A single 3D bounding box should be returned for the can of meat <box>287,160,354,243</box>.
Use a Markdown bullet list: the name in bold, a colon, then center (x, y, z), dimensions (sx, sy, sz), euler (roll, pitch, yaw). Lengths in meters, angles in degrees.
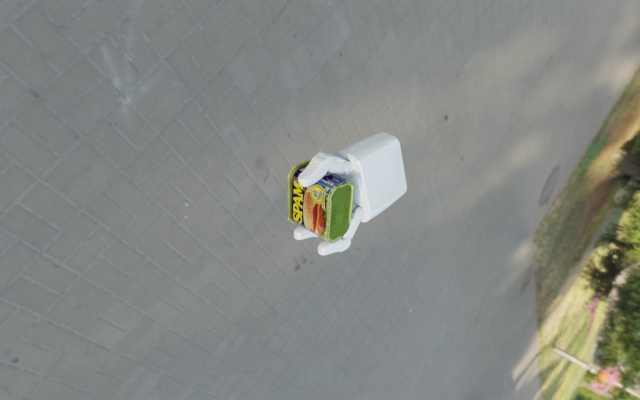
- **can of meat**: center (0.000, 0.002, 0.708), dimensions (0.084, 0.102, 0.057), euler (28, 39, 35)
